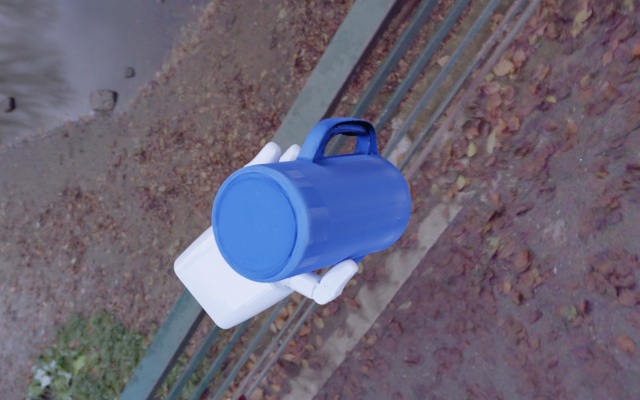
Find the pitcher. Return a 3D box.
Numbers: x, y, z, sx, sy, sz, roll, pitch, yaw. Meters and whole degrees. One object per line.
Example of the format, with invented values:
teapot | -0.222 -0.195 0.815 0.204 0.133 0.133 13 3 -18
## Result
pitcher | 0.000 0.002 0.523 0.145 0.149 0.243 -37 -13 26
